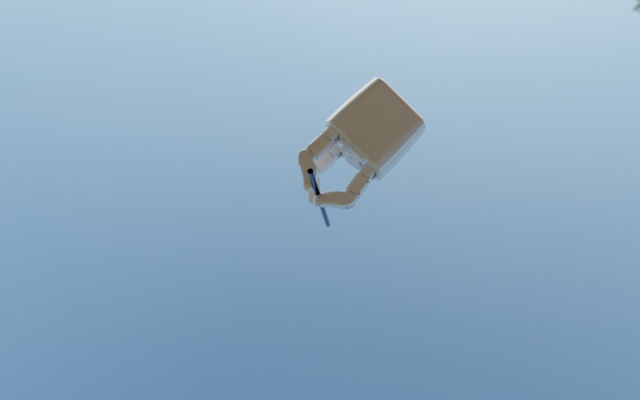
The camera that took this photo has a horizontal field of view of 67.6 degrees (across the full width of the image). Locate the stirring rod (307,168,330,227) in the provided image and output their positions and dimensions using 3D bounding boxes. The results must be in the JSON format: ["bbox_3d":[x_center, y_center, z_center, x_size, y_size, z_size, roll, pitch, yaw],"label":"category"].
[{"bbox_3d":[0.000,0.002,0.722,0.011,0.011,0.240,0,-19,7],"label":"stirring rod"}]
